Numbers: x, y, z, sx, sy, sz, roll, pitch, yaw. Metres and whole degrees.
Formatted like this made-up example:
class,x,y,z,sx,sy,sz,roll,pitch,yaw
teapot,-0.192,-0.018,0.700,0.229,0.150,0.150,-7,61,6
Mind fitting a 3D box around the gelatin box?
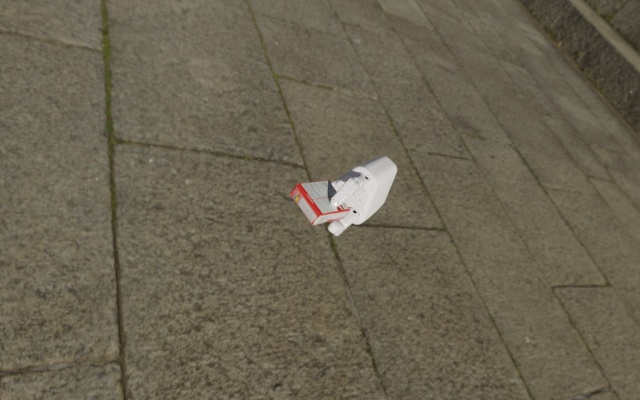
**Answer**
class,x,y,z,sx,sy,sz,roll,pitch,yaw
gelatin box,0.000,0.002,0.840,0.089,0.073,0.030,-9,-34,-51
